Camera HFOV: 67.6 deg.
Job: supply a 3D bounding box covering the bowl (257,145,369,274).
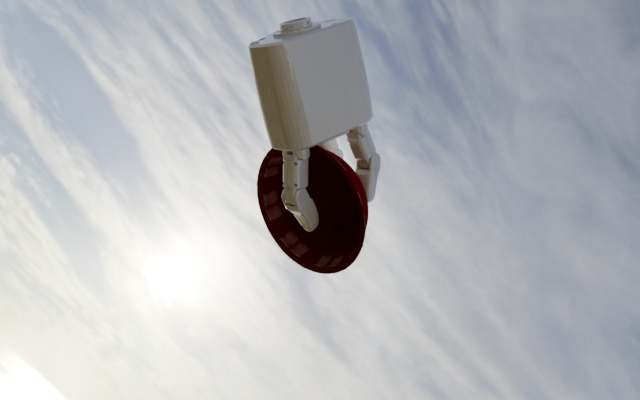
[{"bbox_3d":[0.000,0.003,0.560,0.162,0.162,0.055,0,18,42],"label":"bowl"}]
